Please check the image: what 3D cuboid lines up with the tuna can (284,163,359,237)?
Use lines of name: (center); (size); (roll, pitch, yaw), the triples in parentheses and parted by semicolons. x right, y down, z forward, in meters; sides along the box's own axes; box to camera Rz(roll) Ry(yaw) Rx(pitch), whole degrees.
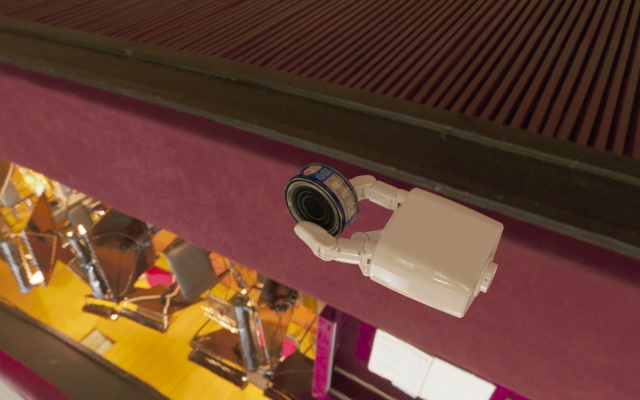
tuna can: (0.000, 0.002, 0.549); (0.086, 0.086, 0.033); (0, 32, 44)
